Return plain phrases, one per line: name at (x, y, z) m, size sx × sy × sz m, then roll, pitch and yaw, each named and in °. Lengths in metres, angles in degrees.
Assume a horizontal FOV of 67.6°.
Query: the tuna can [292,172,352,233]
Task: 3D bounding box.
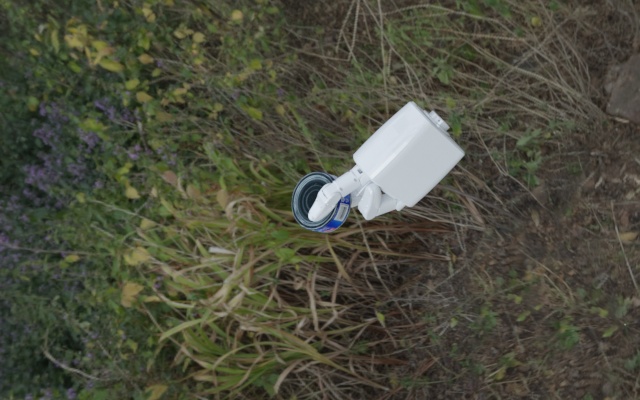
tuna can at (0.000, 0.002, 0.688) m, size 0.086 × 0.086 × 0.034 m, roll 0°, pitch -8°, yaw 37°
